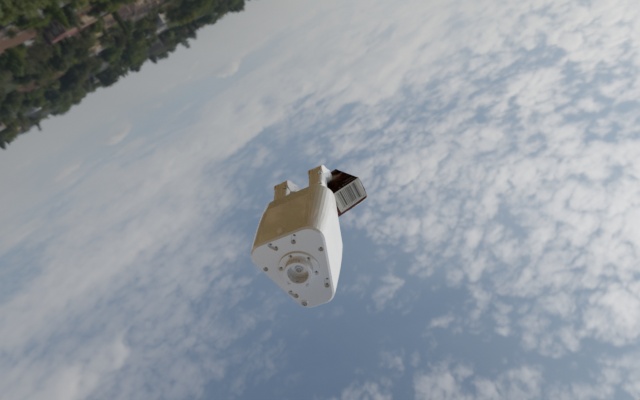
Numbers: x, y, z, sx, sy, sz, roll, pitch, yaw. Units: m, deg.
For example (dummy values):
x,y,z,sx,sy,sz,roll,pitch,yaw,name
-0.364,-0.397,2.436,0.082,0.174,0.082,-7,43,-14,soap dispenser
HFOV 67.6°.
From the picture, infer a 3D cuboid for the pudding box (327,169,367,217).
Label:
x,y,z,sx,sy,sz,roll,pitch,yaw,name
0.000,0.002,0.693,0.113,0.039,0.090,-31,20,-11,pudding box
